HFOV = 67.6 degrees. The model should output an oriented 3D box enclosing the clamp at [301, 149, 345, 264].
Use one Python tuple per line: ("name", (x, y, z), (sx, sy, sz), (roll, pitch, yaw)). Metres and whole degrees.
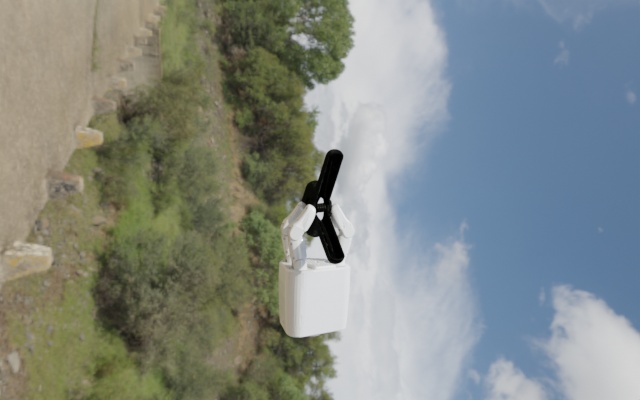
("clamp", (0.001, 0.003, 0.768), (0.036, 0.164, 0.210), (1, 4, -15))
